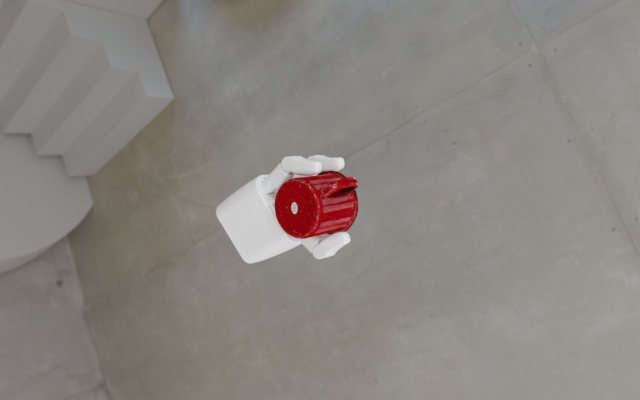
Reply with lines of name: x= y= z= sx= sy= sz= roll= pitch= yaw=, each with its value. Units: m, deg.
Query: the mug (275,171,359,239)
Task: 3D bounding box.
mug: x=0.001 y=0.002 z=0.645 sx=0.117 sy=0.093 sz=0.081 roll=-31 pitch=-13 yaw=36
